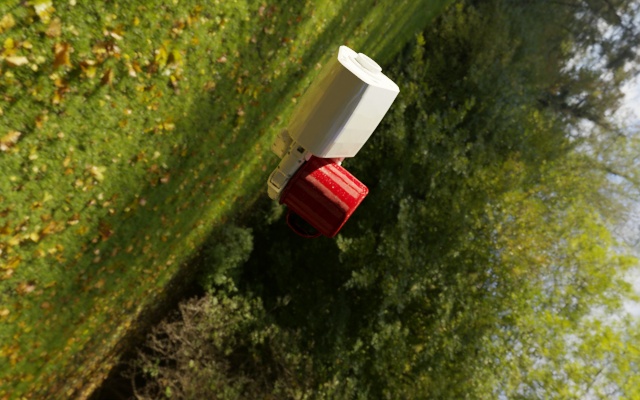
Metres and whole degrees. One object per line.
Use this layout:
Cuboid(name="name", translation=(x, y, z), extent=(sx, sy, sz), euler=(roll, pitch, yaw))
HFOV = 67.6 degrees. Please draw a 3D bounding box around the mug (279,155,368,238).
Cuboid(name="mug", translation=(-0.001, 0.003, 0.618), extent=(0.081, 0.117, 0.093), euler=(38, 26, 4))
